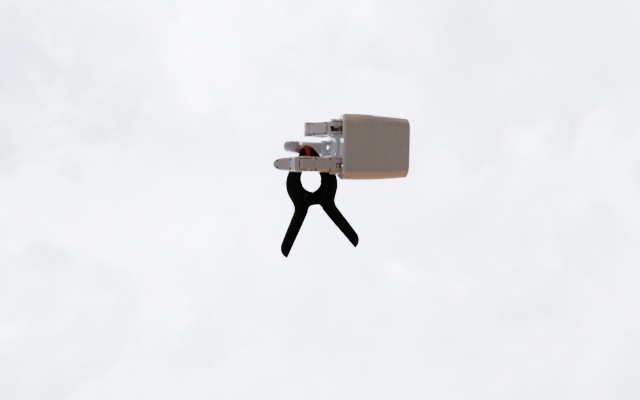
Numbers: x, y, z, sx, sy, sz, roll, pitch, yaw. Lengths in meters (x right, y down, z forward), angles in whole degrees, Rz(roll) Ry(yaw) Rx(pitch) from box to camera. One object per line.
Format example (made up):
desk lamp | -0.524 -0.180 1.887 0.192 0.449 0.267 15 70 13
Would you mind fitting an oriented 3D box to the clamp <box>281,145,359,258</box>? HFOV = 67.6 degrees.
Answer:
clamp | 0.000 0.002 0.730 0.120 0.171 0.039 1 3 -12
